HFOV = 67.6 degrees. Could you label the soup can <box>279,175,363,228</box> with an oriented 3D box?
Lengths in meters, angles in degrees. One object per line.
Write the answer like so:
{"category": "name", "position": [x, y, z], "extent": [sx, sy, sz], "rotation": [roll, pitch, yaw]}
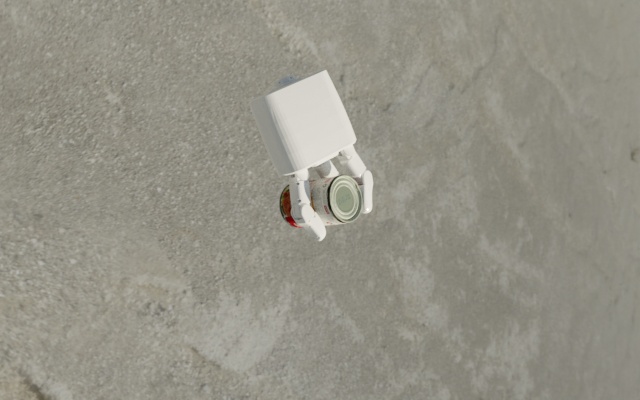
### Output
{"category": "soup can", "position": [0.000, 0.003, 0.671], "extent": [0.068, 0.068, 0.102], "rotation": [0, -6, -44]}
